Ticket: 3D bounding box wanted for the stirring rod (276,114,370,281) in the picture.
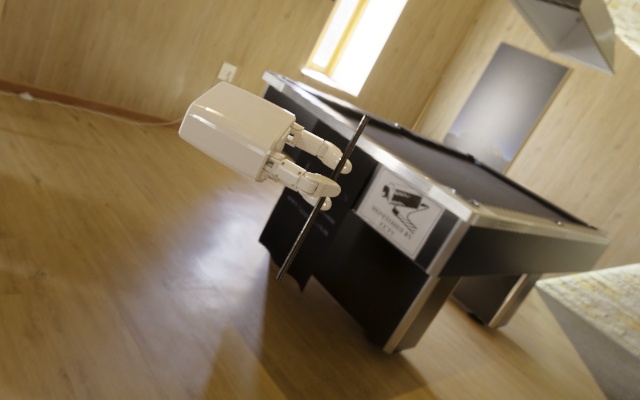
[{"bbox_3d":[0.000,0.002,0.594,0.011,0.239,0.011,26,17,-9],"label":"stirring rod"}]
